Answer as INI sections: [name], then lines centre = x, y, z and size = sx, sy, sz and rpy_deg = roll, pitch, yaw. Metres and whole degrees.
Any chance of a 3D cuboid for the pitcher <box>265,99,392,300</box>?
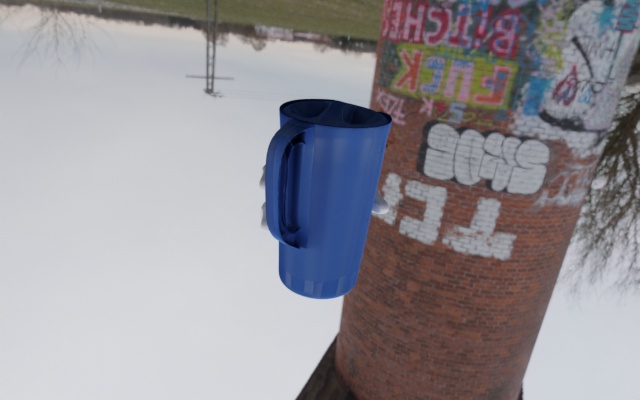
[pitcher]
centre = 0.000, 0.002, 0.600
size = 0.149, 0.243, 0.145
rpy_deg = 2, 24, -10
